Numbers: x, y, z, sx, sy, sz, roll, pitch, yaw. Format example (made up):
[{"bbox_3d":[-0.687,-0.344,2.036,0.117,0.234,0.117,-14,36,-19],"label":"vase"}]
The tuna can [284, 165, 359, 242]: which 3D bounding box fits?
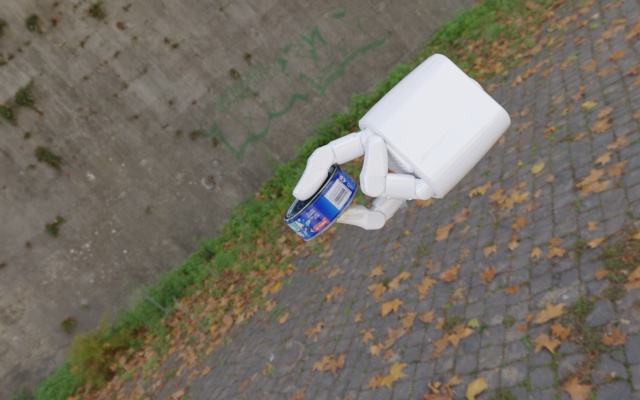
[{"bbox_3d":[0.000,0.001,0.521,0.034,0.086,0.086,43,-11,-12],"label":"tuna can"}]
